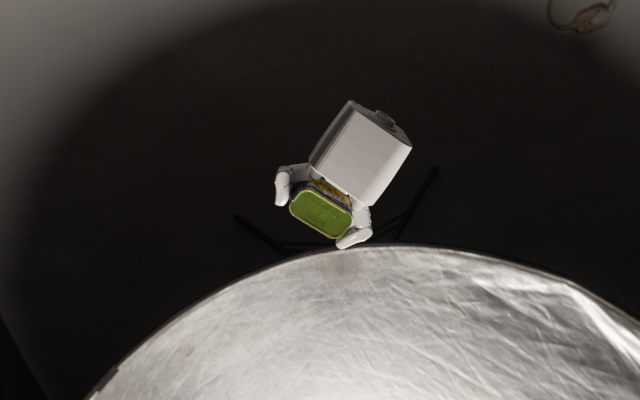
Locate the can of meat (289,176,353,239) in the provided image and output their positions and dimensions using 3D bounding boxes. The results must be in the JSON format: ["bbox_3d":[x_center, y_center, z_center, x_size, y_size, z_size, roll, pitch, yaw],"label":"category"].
[{"bbox_3d":[0.000,0.003,0.733,0.102,0.057,0.084,31,21,-15],"label":"can of meat"}]
